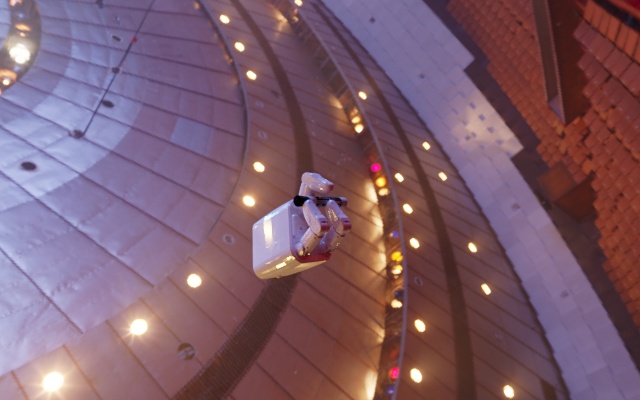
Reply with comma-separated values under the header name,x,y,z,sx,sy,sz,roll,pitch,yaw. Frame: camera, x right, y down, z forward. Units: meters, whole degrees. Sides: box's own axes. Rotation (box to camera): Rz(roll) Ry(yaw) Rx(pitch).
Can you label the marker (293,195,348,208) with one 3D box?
name,x,y,z,sx,sy,sz,roll,pitch,yaw
marker,0.000,0.003,0.792,0.020,0.020,0.121,0,-2,42
